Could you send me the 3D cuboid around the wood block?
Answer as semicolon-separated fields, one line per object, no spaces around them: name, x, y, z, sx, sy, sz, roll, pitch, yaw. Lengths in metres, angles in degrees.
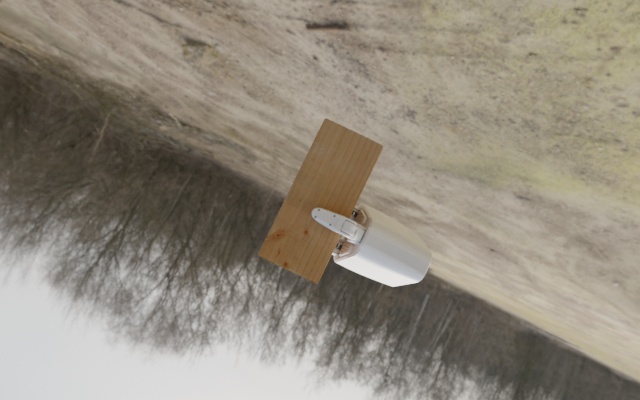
wood block;0.000;0.002;0.677;0.090;0.206;0.091;26;-4;1
